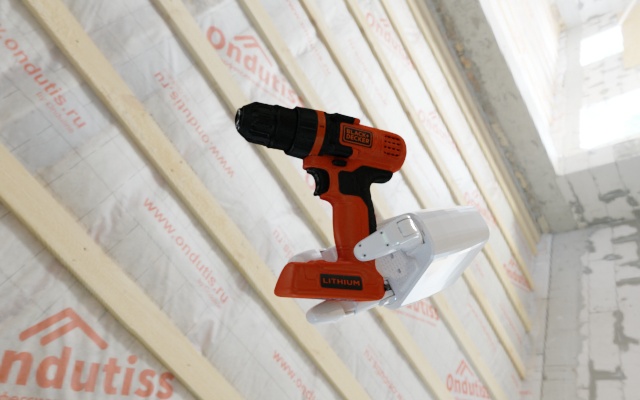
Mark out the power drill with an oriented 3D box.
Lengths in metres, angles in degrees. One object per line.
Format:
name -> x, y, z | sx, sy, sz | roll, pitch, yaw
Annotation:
power drill -> 0.000, 0.002, 0.468 | 0.184, 0.187, 0.057 | 9, -14, -21
